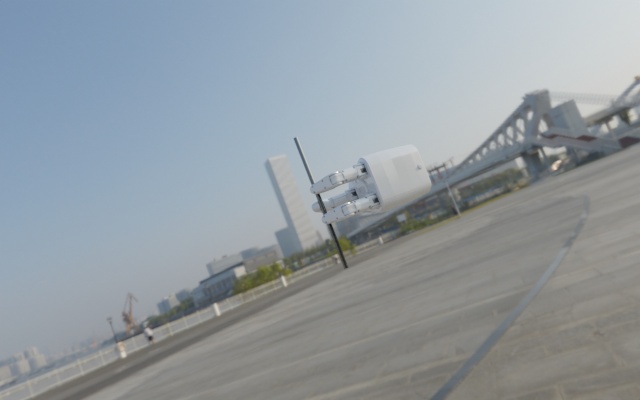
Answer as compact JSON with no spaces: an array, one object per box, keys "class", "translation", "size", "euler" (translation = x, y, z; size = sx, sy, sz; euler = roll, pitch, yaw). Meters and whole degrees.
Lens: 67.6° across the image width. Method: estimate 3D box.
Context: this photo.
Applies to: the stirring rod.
[{"class":"stirring rod","translation":[0.000,0.003,0.815],"size":[0.011,0.239,0.011],"euler":[-21,-6,-2]}]
